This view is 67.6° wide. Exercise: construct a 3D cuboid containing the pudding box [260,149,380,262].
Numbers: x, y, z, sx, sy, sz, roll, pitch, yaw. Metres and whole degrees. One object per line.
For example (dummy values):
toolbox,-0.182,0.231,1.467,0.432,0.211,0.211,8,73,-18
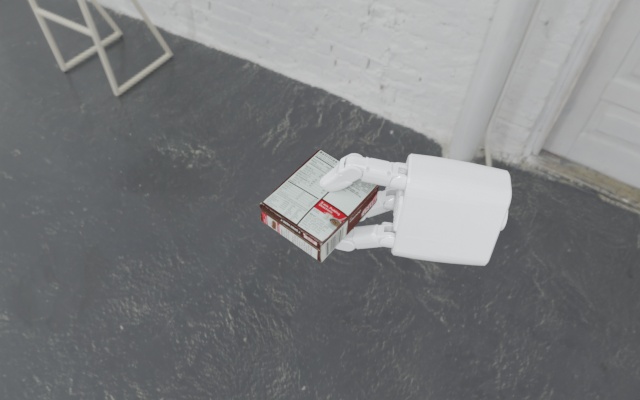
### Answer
pudding box,0.000,0.002,0.547,0.090,0.039,0.113,32,56,21
